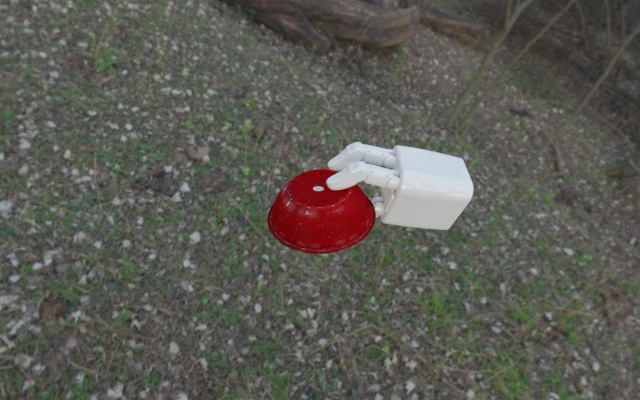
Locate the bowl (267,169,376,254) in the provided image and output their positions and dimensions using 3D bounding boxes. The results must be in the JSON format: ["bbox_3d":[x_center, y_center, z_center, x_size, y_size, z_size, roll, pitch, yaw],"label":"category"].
[{"bbox_3d":[-0.001,0.002,0.693,0.162,0.055,0.162,-3,39,2],"label":"bowl"}]
